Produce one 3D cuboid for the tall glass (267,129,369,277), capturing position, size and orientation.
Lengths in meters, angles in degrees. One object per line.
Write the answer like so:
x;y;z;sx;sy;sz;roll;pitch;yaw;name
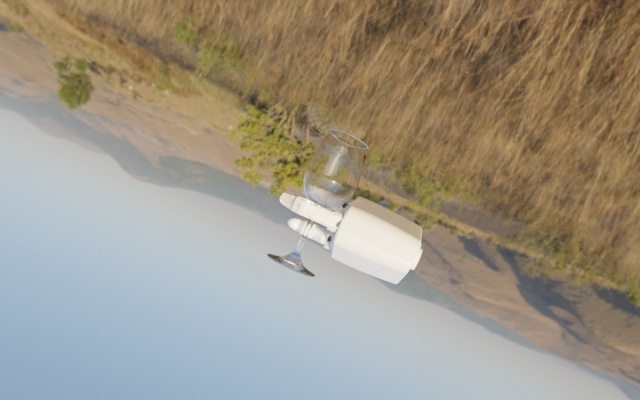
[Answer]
0.000;0.003;0.679;0.079;0.201;0.079;25;-2;1;tall glass
